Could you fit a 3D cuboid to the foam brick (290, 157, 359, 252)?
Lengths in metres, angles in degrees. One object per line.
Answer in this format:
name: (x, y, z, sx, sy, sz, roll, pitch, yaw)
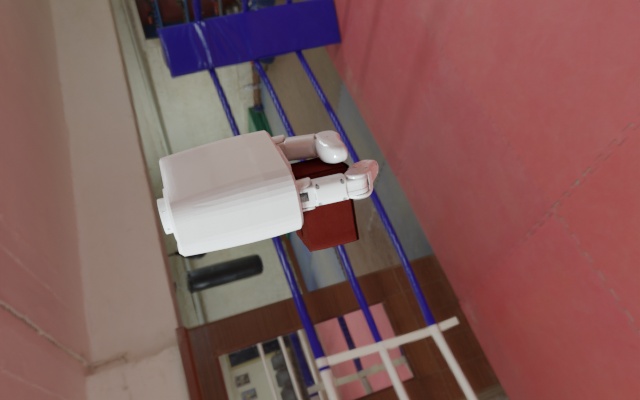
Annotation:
foam brick: (0.000, 0.002, 0.464, 0.051, 0.078, 0.053, -16, 21, -15)
